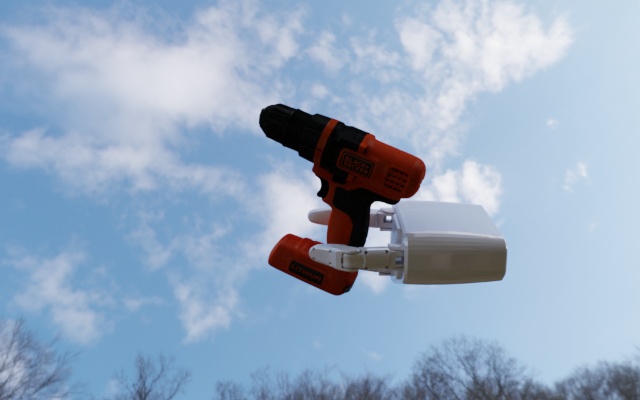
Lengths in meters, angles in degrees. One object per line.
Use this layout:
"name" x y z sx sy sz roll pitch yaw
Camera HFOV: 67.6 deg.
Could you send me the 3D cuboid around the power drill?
"power drill" 0.000 0.002 0.529 0.184 0.188 0.057 24 30 10
